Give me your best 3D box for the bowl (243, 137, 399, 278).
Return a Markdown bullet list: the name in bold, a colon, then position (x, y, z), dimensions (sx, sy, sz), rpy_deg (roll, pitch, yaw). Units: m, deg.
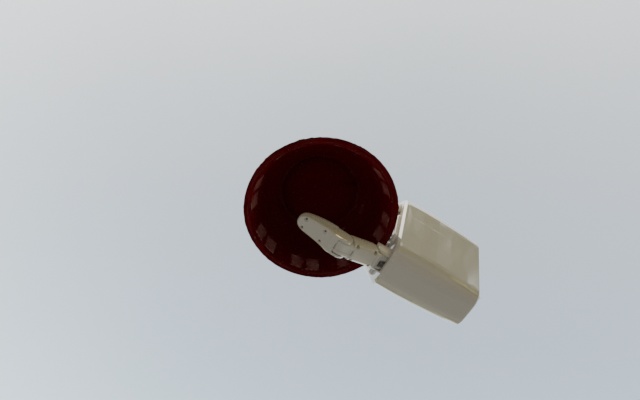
- **bowl**: position (-0.001, 0.001, 0.518), dimensions (0.162, 0.162, 0.055), rpy_deg (0, 25, -2)
